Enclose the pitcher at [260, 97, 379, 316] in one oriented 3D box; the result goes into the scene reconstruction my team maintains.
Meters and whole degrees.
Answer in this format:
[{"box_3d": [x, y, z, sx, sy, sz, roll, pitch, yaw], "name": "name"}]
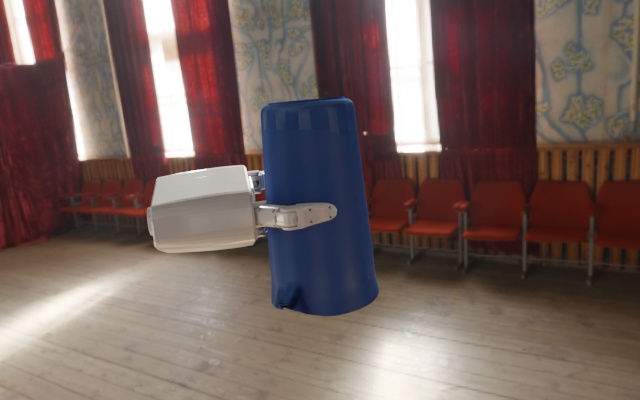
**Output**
[{"box_3d": [0.000, 0.002, 0.577, 0.145, 0.243, 0.149, -7, 11, -11], "name": "pitcher"}]
